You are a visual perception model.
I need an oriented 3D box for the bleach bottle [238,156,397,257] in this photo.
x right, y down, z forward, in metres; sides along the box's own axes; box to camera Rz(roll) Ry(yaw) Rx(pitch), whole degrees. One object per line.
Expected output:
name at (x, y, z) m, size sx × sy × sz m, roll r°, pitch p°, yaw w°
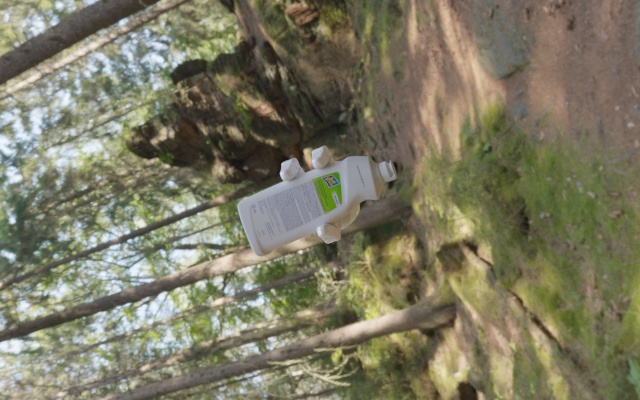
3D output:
bleach bottle at (0.000, 0.002, 0.749) m, size 0.251 × 0.102 × 0.068 m, roll -20°, pitch 2°, yaw 16°
